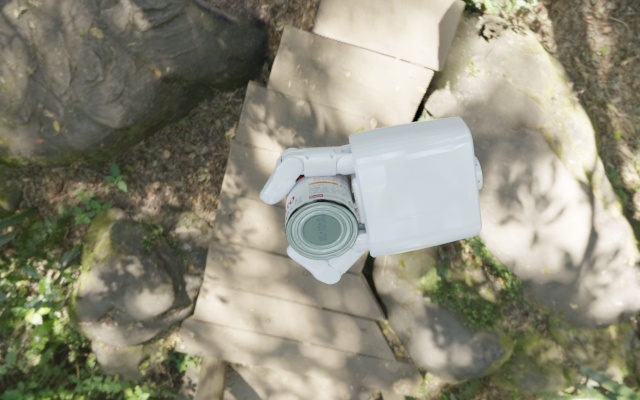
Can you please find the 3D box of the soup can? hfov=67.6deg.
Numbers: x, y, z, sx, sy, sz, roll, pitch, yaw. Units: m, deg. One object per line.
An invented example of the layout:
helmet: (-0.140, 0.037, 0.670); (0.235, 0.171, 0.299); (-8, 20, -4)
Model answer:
soup can: (0.000, 0.002, 0.465); (0.068, 0.068, 0.102); (0, 33, -2)
